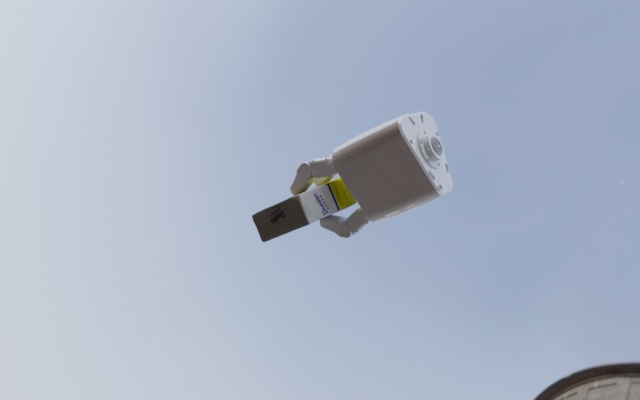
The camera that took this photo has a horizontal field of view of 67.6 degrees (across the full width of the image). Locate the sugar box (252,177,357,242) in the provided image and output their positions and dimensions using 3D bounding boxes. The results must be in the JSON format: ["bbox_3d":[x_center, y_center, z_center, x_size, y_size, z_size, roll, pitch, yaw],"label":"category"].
[{"bbox_3d":[0.000,0.002,0.660,0.093,0.048,0.176,-23,-3,40],"label":"sugar box"}]
